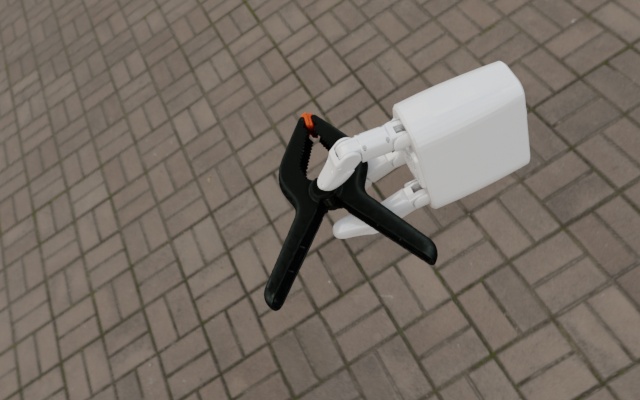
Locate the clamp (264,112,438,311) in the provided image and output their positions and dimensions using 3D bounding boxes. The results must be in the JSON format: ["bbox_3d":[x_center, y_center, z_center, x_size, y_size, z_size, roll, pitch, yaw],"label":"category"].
[{"bbox_3d":[0.000,0.001,0.481,0.164,0.209,0.036,-23,-31,2],"label":"clamp"}]
